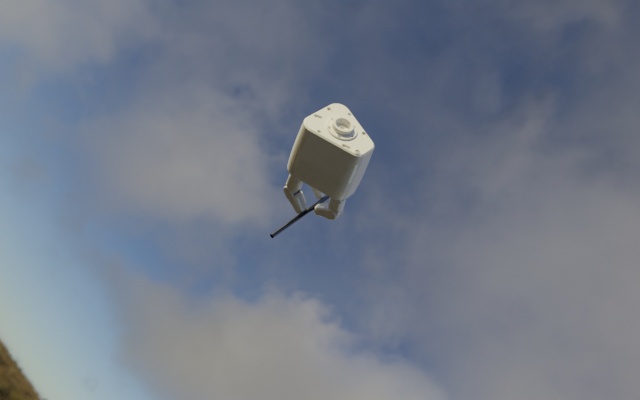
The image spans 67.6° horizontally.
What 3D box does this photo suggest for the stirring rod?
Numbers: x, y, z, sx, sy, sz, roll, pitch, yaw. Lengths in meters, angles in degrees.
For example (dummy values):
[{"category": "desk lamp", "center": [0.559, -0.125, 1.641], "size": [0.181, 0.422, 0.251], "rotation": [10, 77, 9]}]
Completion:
[{"category": "stirring rod", "center": [0.000, 0.003, 0.852], "size": [0.239, 0.011, 0.011], "rotation": [-35, 22, -36]}]
